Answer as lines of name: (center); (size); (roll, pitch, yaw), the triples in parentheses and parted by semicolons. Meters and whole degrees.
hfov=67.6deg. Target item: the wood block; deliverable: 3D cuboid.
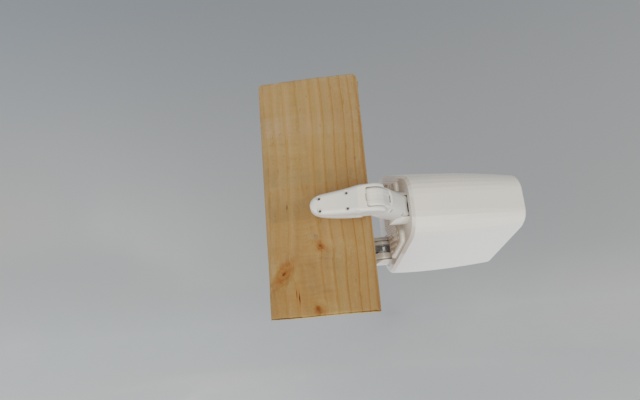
wood block: (0.000, 0.001, 0.442); (0.090, 0.206, 0.091); (-6, -14, 5)
